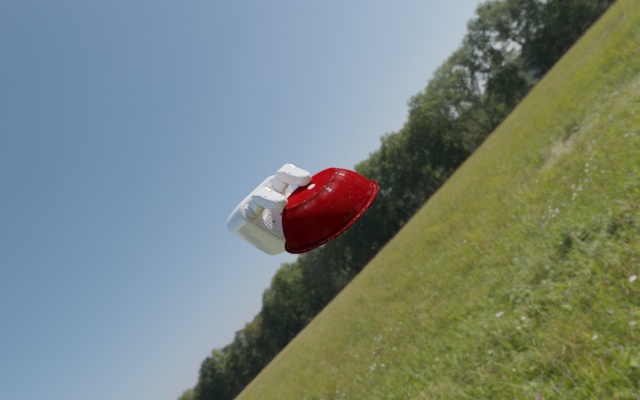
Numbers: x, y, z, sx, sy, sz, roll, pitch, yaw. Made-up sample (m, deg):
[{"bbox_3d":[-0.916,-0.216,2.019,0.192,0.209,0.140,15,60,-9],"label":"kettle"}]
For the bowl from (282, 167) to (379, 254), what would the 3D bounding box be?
[{"bbox_3d":[0.001,0.002,0.672,0.162,0.055,0.162,-33,17,11],"label":"bowl"}]
